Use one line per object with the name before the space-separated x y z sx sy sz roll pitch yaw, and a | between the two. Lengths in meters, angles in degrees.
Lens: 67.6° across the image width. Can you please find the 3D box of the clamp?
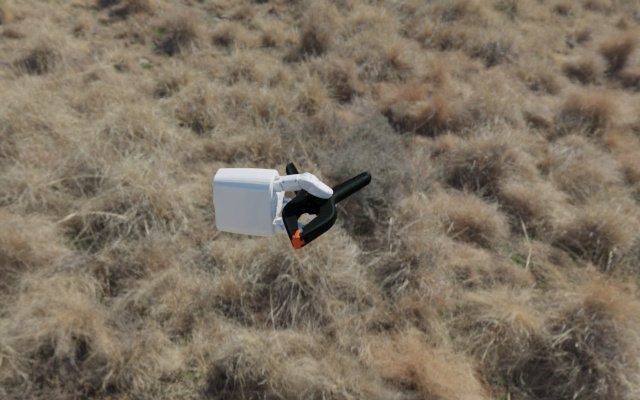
clamp | 0.000 0.002 0.830 0.164 0.036 0.209 2 40 10
